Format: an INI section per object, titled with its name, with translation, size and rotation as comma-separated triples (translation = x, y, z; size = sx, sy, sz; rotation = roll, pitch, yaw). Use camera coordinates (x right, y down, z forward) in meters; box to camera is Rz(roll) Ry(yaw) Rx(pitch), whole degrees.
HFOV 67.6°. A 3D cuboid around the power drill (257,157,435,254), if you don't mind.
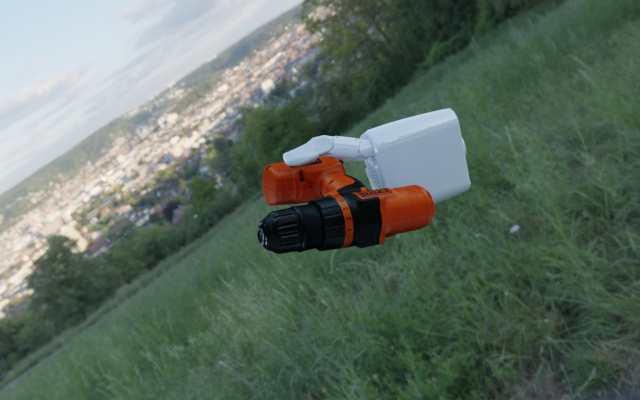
[power drill]
translation = 0.000, 0.001, 0.521
size = 0.184, 0.057, 0.187
rotation = -7, 20, -24
